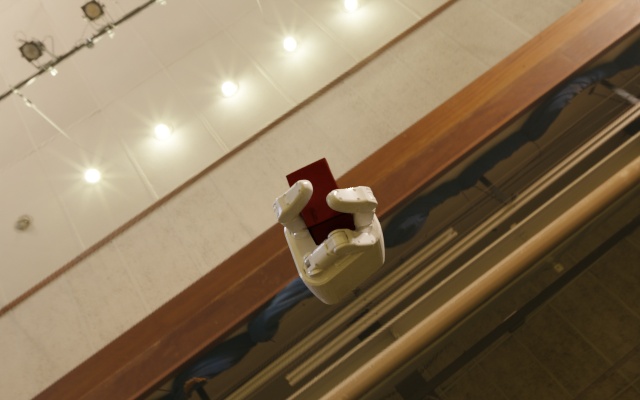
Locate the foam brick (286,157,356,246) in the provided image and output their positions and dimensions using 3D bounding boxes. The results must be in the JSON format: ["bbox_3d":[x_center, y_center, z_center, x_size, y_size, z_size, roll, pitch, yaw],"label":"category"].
[{"bbox_3d":[0.000,0.002,0.555,0.053,0.078,0.051,-23,-29,1],"label":"foam brick"}]
